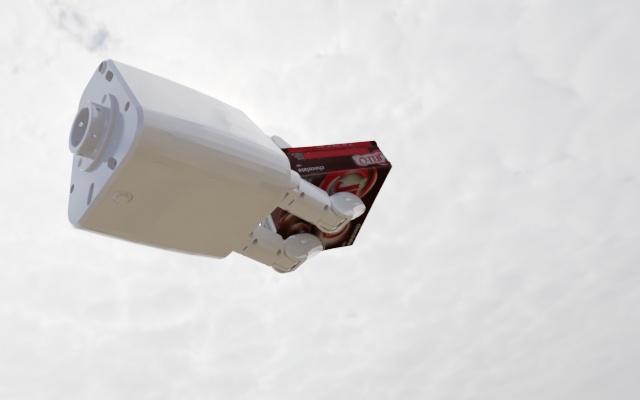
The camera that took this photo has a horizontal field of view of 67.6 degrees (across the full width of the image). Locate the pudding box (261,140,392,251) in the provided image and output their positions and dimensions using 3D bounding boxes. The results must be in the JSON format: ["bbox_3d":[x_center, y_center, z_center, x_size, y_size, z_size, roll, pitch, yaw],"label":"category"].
[{"bbox_3d":[0.000,0.001,0.416,0.090,0.039,0.114,-7,-36,-25],"label":"pudding box"}]
